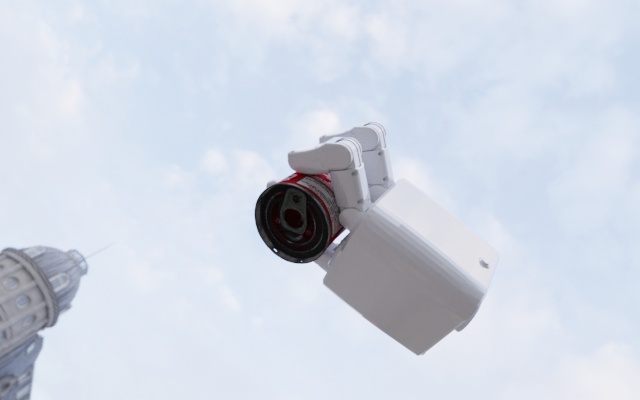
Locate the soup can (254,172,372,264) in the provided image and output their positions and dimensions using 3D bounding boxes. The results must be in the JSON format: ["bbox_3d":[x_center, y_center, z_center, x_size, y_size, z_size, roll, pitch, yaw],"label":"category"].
[{"bbox_3d":[0.000,0.001,0.411,0.068,0.068,0.102,0,20,30],"label":"soup can"}]
